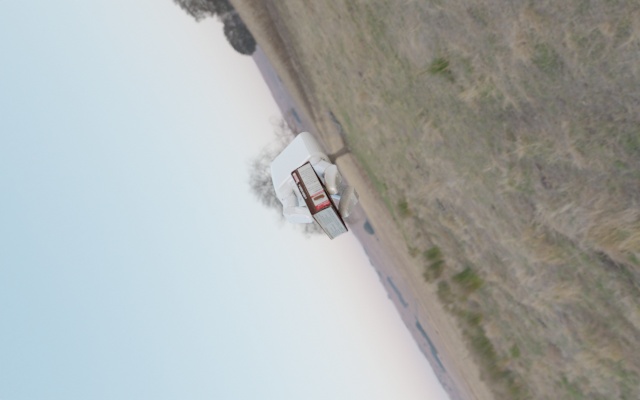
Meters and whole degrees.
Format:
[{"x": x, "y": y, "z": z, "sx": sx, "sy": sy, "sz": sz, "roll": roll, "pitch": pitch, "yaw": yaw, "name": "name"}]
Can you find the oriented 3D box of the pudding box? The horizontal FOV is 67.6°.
[{"x": 0.000, "y": 0.003, "z": 0.761, "sx": 0.039, "sy": 0.090, "sz": 0.113, "roll": -30, "pitch": -29, "yaw": 5, "name": "pudding box"}]
